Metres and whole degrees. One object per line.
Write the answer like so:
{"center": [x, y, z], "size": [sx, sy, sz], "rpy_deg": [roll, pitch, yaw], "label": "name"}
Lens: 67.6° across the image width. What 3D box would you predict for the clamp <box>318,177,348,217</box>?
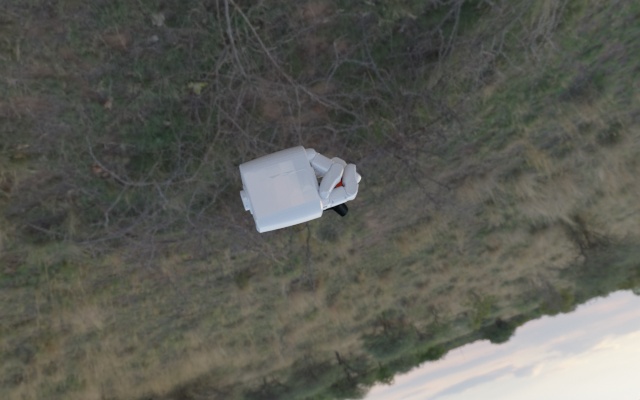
{"center": [0.000, 0.003, 0.856], "size": [0.120, 0.039, 0.171], "rpy_deg": [-17, -21, -11], "label": "clamp"}
